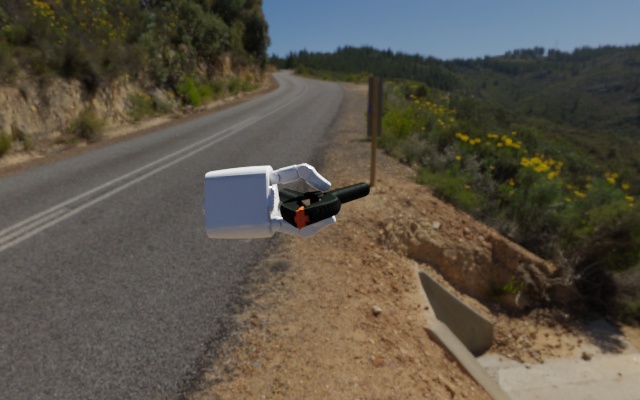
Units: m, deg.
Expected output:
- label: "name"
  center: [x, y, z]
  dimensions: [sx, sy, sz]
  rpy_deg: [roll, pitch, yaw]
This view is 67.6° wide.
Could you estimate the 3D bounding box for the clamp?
- label: "clamp"
  center: [0.000, 0.002, 0.767]
  dimensions: [0.164, 0.036, 0.210]
  rpy_deg: [-6, 11, 5]
